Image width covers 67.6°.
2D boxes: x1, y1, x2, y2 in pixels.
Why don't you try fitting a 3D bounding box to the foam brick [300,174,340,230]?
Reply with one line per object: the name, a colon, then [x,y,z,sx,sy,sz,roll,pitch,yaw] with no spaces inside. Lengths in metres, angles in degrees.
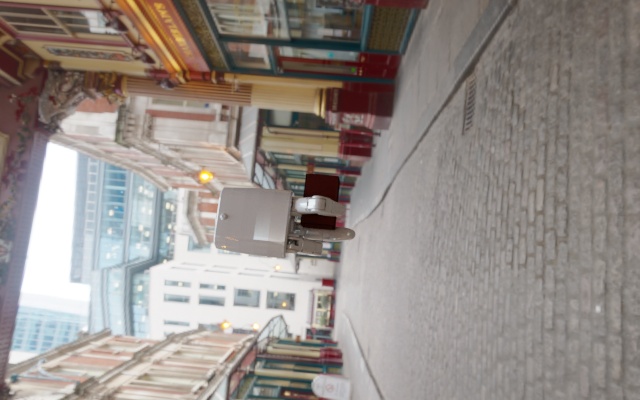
foam brick: [0.000,0.002,0.724,0.051,0.078,0.053,5,-10,5]
